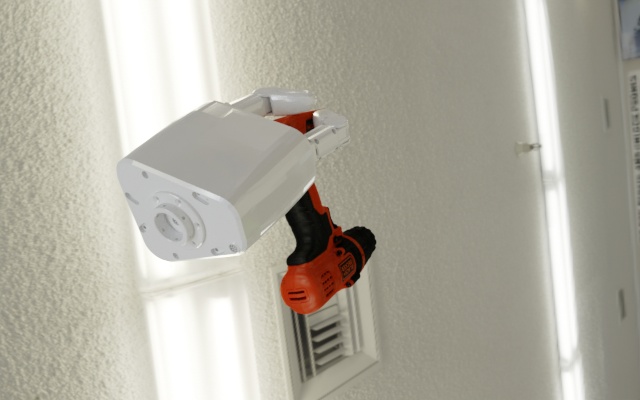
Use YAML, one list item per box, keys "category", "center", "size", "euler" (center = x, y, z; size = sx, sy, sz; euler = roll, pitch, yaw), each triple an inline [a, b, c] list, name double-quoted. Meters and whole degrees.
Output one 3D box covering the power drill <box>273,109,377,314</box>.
- category: "power drill"
  center: [0.000, 0.001, 0.501]
  size: [0.057, 0.187, 0.184]
  euler: [-14, 7, 26]
